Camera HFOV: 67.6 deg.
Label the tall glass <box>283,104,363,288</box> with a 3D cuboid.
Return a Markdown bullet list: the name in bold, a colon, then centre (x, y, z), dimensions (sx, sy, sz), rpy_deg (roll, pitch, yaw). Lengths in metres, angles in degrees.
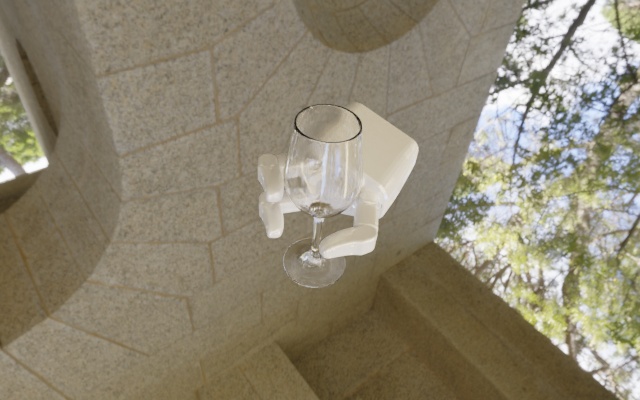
- **tall glass**: centre (0.000, 0.002, 0.496), dimensions (0.079, 0.201, 0.079), rpy_deg (3, 44, -3)
